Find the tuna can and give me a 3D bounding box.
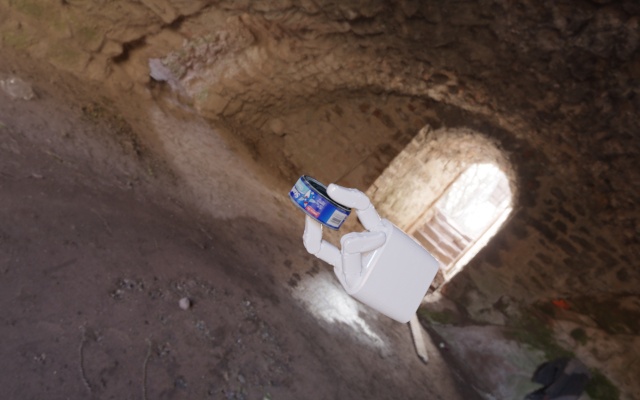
[{"bbox_3d":[0.000,0.002,0.654,0.086,0.034,0.086,35,10,-7],"label":"tuna can"}]
